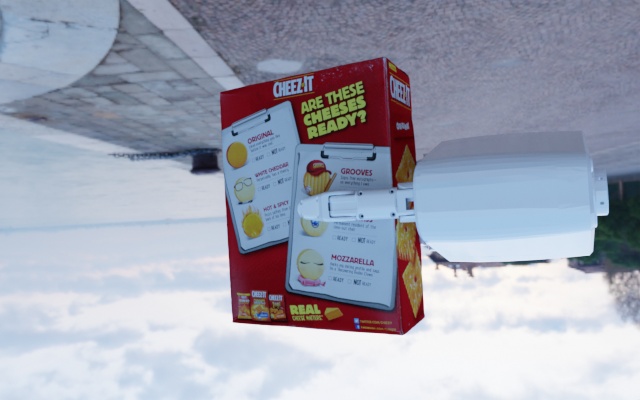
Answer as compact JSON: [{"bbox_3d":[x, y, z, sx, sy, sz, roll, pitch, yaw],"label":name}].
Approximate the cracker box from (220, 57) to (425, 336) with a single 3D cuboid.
[{"bbox_3d":[0.000,0.002,0.423,0.164,0.213,0.072,-4,-1,27],"label":"cracker box"}]
